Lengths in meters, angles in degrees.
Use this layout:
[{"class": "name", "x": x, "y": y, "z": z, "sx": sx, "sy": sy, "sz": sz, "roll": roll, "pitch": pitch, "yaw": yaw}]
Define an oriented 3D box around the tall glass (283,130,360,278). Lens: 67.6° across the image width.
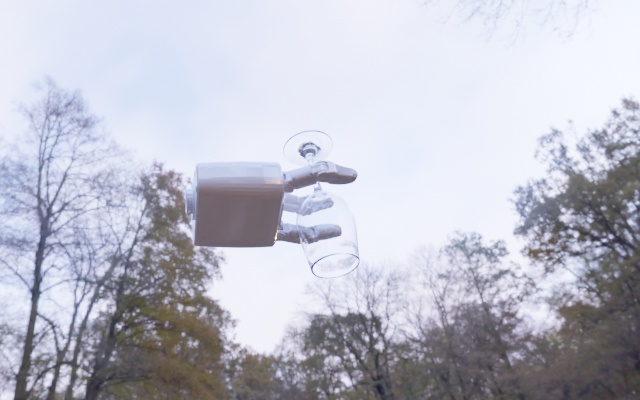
[{"class": "tall glass", "x": 0.000, "y": 0.002, "z": 0.644, "sx": 0.079, "sy": 0.201, "sz": 0.079, "roll": -9, "pitch": -36, "yaw": -7}]
